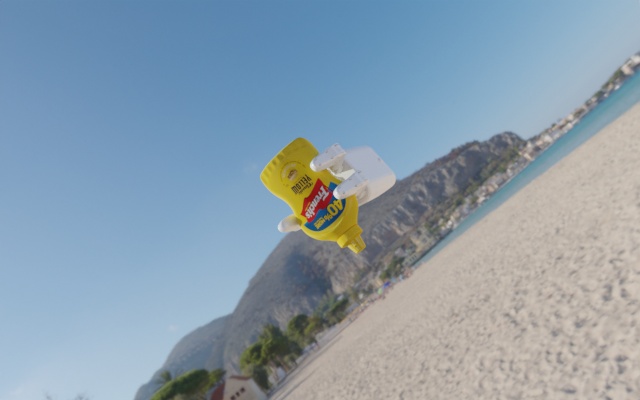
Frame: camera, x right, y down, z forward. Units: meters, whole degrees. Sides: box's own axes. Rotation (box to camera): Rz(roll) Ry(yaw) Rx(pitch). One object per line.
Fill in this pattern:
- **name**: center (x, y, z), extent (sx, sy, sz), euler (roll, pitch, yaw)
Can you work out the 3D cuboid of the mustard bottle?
- **mustard bottle**: center (0.000, 0.002, 0.725), extent (0.096, 0.191, 0.058), euler (-43, -13, 10)
